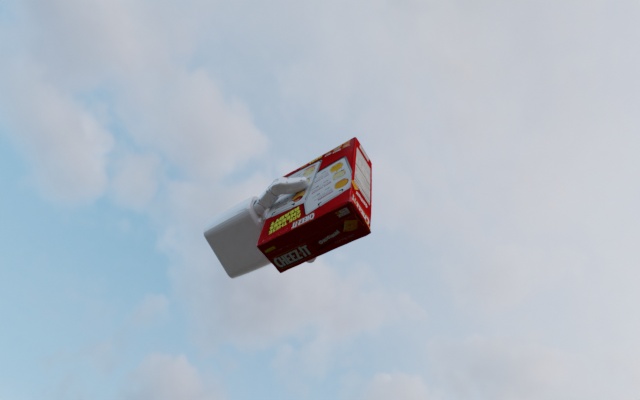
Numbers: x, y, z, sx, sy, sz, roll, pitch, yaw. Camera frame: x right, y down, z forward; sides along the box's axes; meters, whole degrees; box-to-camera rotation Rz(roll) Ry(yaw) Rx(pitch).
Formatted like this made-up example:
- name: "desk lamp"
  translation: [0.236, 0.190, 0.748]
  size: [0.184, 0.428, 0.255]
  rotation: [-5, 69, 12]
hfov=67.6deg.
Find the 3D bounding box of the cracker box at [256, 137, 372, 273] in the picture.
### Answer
- name: "cracker box"
  translation: [0.000, 0.002, 0.773]
  size: [0.164, 0.072, 0.213]
  rotation: [-27, 26, 21]
